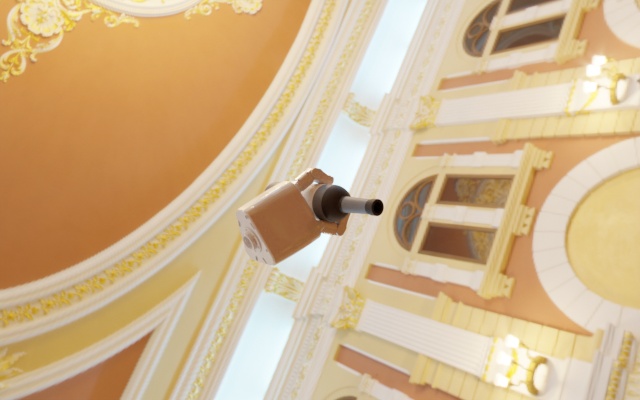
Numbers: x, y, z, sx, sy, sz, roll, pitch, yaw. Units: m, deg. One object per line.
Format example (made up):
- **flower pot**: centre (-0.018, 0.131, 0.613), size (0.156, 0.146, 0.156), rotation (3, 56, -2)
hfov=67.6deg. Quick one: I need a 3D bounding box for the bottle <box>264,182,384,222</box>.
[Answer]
- **bottle**: centre (0.000, 0.003, 0.868), size (0.069, 0.069, 0.295), rotation (0, 3, -38)
